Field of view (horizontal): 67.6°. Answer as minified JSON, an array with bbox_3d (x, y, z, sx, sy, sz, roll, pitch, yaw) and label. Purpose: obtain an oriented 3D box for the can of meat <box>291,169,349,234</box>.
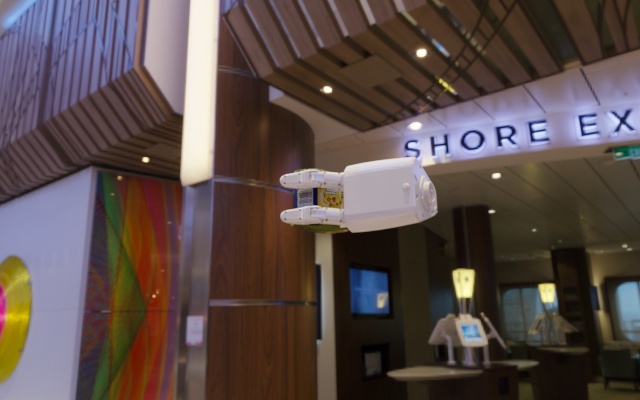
[{"bbox_3d":[0.000,0.002,0.742,0.057,0.084,0.102,-9,-16,33],"label":"can of meat"}]
